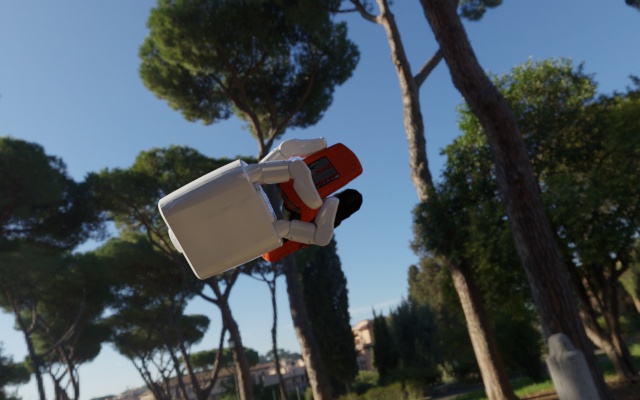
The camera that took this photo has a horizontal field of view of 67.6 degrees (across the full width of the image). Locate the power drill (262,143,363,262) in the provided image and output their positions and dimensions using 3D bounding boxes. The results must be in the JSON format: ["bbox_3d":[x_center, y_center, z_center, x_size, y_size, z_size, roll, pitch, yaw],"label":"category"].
[{"bbox_3d":[0.000,0.002,0.660,0.184,0.057,0.188,-31,-20,-23],"label":"power drill"}]
